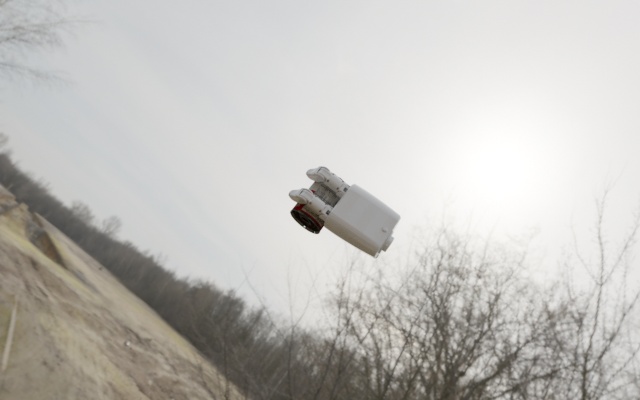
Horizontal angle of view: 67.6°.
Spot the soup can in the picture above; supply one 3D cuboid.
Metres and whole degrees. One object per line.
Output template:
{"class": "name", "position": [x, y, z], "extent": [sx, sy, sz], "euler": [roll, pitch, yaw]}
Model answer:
{"class": "soup can", "position": [0.000, 0.002, 0.894], "extent": [0.068, 0.102, 0.068], "euler": [33, -20, 14]}
